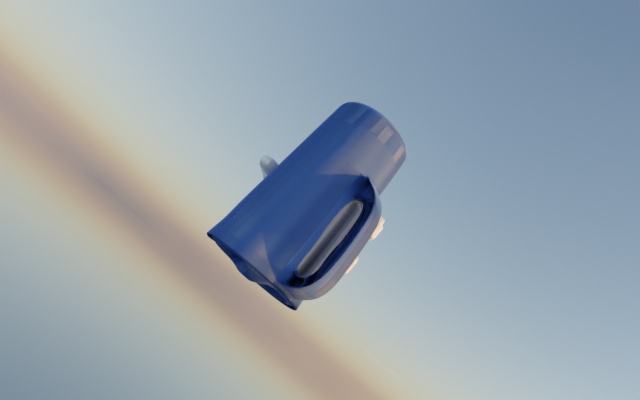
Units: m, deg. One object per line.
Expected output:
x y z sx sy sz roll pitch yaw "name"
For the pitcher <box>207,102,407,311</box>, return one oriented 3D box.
0.000 0.002 0.563 0.149 0.242 0.145 39 -16 8 "pitcher"
